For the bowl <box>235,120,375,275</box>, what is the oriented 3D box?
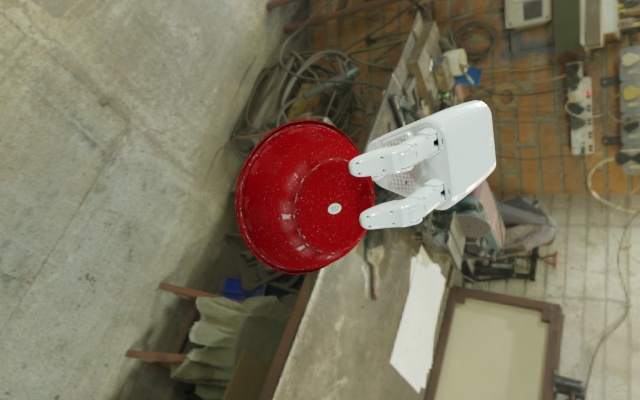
[{"bbox_3d":[-0.001,0.002,0.473,0.162,0.162,0.055,0,9,-33],"label":"bowl"}]
